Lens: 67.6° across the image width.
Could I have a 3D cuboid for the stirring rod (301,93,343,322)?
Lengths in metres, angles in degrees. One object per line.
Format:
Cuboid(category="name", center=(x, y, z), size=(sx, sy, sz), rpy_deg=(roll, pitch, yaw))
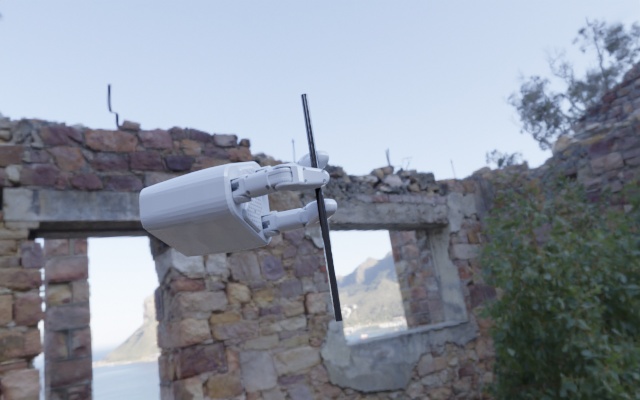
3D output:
Cuboid(category="stirring rod", center=(0.000, 0.002, 0.491), size=(0.011, 0.239, 0.011), rpy_deg=(-8, -13, -2))
